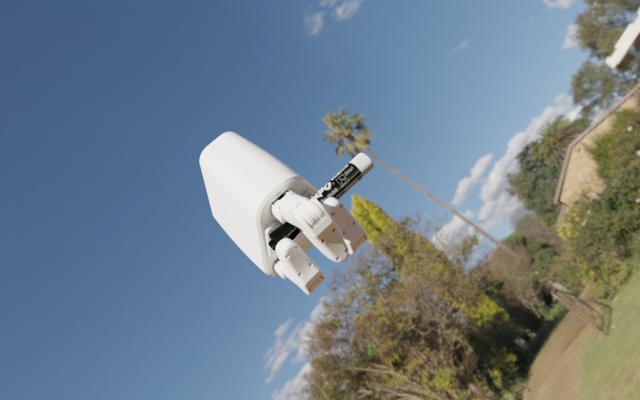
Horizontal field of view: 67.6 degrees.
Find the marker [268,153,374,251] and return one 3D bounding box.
[{"bbox_3d":[0.000,0.001,0.431,0.121,0.020,0.020,-42,13,-15],"label":"marker"}]
